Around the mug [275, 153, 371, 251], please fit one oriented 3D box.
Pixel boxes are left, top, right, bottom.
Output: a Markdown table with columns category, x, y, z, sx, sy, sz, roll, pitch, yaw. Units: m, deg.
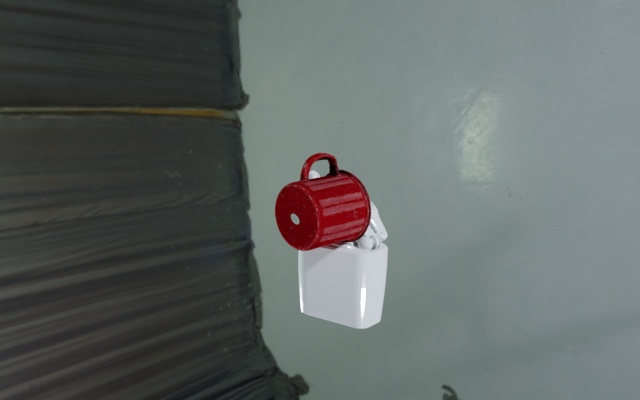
| category | x | y | z | sx | sy | sz | roll | pitch | yaw |
| --- | --- | --- | --- | --- | --- | --- | --- | --- | --- |
| mug | 0.000 | 0.001 | 0.570 | 0.081 | 0.117 | 0.093 | -12 | 19 | -43 |
